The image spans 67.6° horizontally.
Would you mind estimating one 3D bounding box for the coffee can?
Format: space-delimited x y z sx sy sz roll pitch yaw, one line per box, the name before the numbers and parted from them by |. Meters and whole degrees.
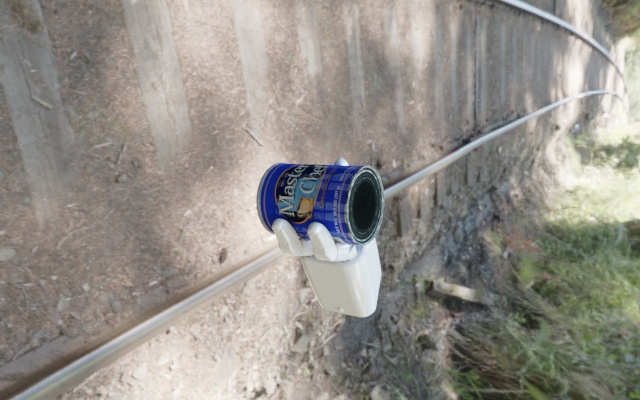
coffee can | 0.000 0.002 0.640 0.140 0.103 0.103 5 2 33
